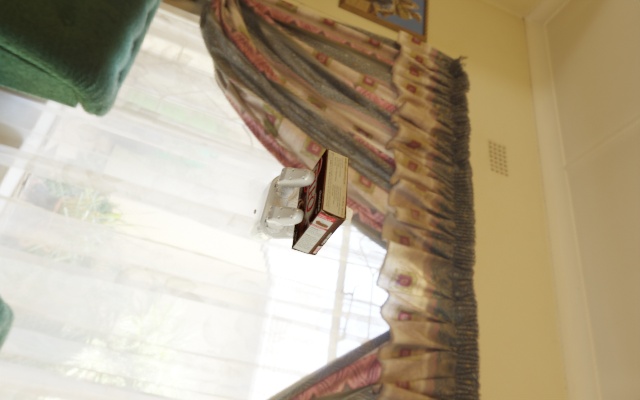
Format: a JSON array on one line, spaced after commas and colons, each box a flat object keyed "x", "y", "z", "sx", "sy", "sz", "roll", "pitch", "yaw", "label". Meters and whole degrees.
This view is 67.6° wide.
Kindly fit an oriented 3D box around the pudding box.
[{"x": 0.000, "y": 0.002, "z": 0.623, "sx": 0.039, "sy": 0.113, "sz": 0.090, "roll": 19, "pitch": -44, "yaw": -17, "label": "pudding box"}]
